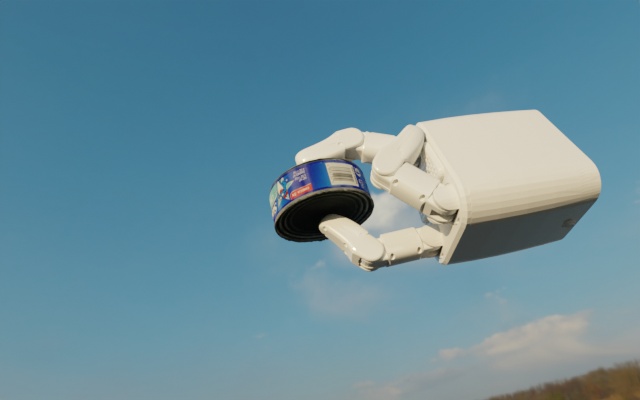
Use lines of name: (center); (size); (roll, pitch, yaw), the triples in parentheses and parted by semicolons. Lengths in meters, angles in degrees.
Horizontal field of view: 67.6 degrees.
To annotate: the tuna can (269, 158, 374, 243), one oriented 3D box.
tuna can: (0.000, 0.001, 0.407); (0.086, 0.033, 0.086); (-12, -29, -7)
